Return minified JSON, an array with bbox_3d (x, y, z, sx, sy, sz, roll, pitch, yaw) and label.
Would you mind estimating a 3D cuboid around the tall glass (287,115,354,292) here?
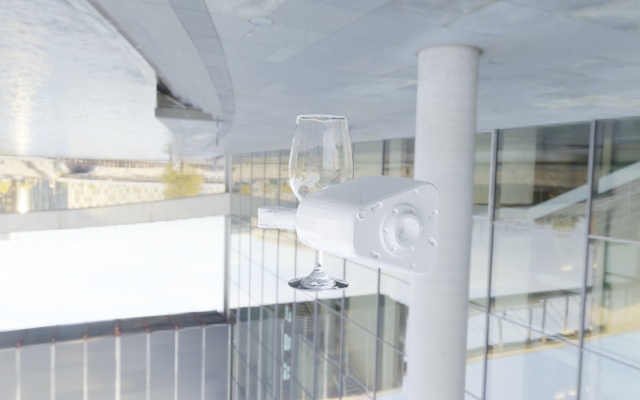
[{"bbox_3d":[0.000,0.003,0.567,0.079,0.201,0.079,1,3,0],"label":"tall glass"}]
